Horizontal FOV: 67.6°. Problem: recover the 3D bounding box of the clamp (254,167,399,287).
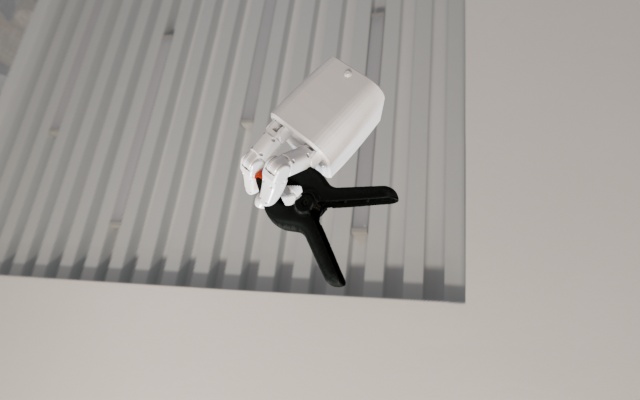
[{"bbox_3d":[0.000,0.002,0.538,0.171,0.120,0.039,40,-7,27],"label":"clamp"}]
